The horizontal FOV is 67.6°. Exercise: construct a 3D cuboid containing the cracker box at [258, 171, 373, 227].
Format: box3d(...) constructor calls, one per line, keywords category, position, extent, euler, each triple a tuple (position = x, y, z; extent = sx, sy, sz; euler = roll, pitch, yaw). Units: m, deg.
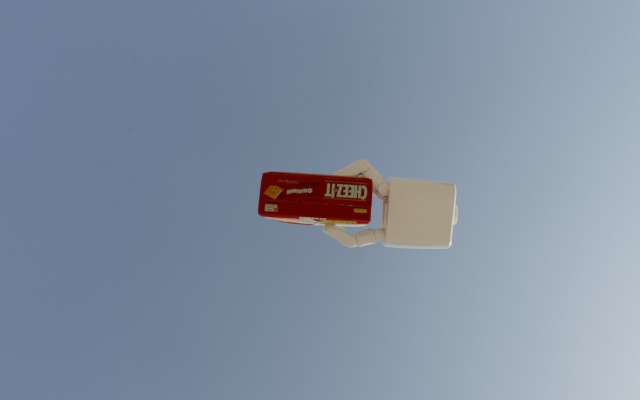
box3d(category="cracker box", position=(0.000, 0.003, 0.784), extent=(0.164, 0.072, 0.214), euler=(3, -5, 4))
